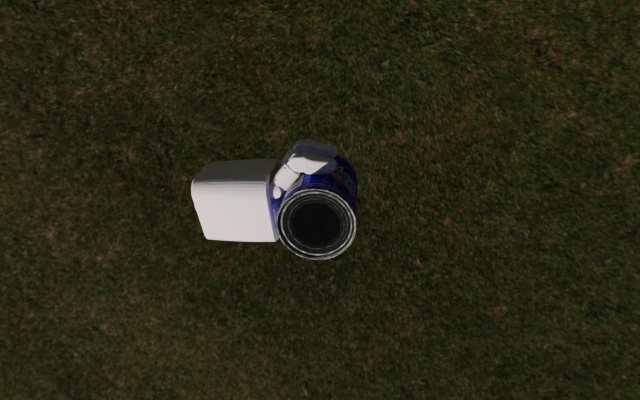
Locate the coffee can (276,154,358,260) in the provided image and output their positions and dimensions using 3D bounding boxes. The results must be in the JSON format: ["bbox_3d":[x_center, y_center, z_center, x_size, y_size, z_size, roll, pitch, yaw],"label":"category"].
[{"bbox_3d":[0.000,0.002,0.664,0.103,0.103,0.140,0,25,5],"label":"coffee can"}]
